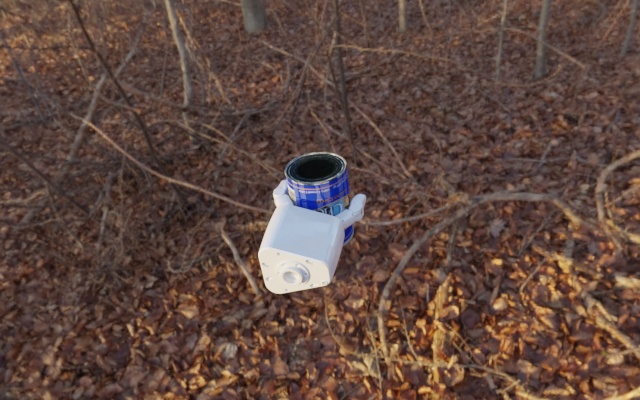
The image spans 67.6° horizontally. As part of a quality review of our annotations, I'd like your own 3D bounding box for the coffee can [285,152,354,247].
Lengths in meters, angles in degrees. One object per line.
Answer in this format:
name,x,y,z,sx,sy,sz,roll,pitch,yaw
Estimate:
coffee can,0.000,0.003,0.816,0.103,0.140,0.102,-6,34,4
